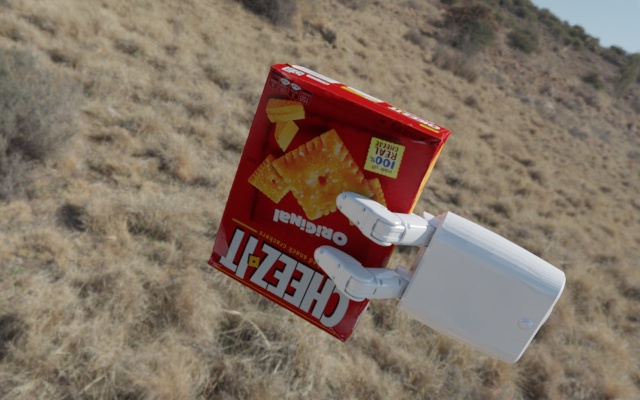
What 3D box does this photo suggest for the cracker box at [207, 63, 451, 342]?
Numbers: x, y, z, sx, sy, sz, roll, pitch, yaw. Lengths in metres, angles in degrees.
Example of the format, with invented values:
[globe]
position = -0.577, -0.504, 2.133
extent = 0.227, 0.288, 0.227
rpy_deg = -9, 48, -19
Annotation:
[cracker box]
position = 0.000, 0.001, 0.453
extent = 0.164, 0.214, 0.072
rpy_deg = 27, 21, 13
